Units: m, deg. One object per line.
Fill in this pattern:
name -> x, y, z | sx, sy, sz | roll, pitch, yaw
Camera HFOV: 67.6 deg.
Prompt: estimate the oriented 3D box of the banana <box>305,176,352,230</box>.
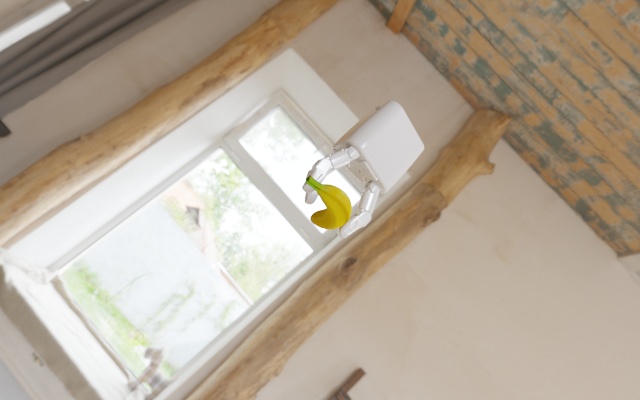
banana -> 0.015, 0.012, 0.728 | 0.069, 0.037, 0.198 | 37, -16, 12
